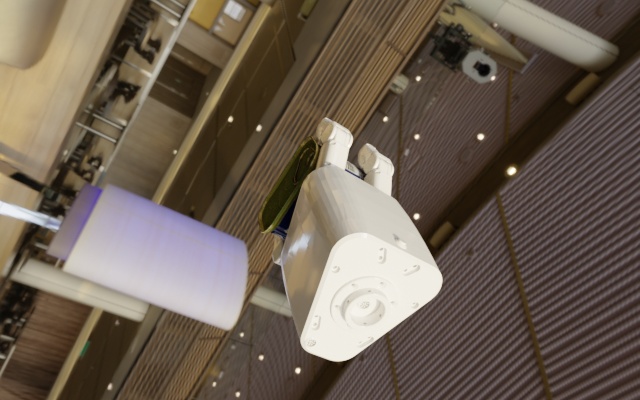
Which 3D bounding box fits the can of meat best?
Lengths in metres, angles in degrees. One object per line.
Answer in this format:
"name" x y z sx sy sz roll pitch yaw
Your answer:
"can of meat" 0.000 0.002 0.477 0.084 0.102 0.057 28 16 -23
